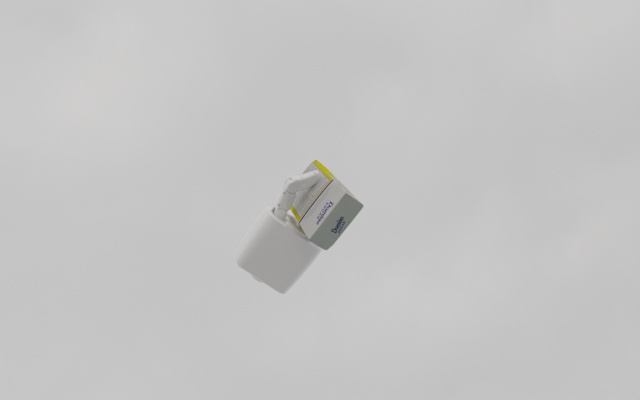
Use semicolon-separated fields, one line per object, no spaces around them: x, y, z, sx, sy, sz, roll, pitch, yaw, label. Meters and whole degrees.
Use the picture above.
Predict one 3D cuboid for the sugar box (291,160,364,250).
0.000;0.003;0.787;0.048;0.093;0.176;34;9;-28;sugar box
